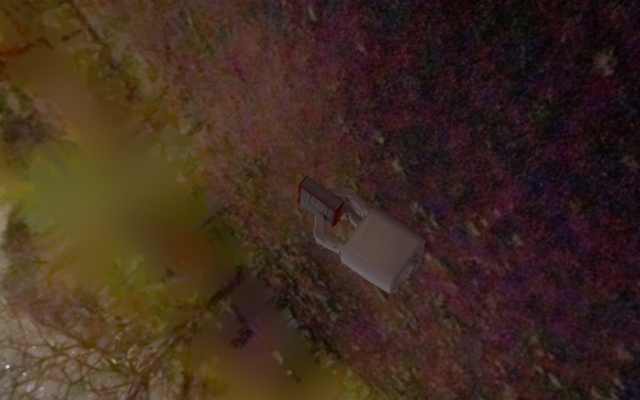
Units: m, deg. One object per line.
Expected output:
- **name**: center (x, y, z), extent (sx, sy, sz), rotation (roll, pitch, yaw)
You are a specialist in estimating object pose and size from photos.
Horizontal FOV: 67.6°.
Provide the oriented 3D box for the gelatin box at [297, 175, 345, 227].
- **gelatin box**: center (0.000, 0.003, 0.886), extent (0.089, 0.030, 0.073), rotation (35, -23, 12)
